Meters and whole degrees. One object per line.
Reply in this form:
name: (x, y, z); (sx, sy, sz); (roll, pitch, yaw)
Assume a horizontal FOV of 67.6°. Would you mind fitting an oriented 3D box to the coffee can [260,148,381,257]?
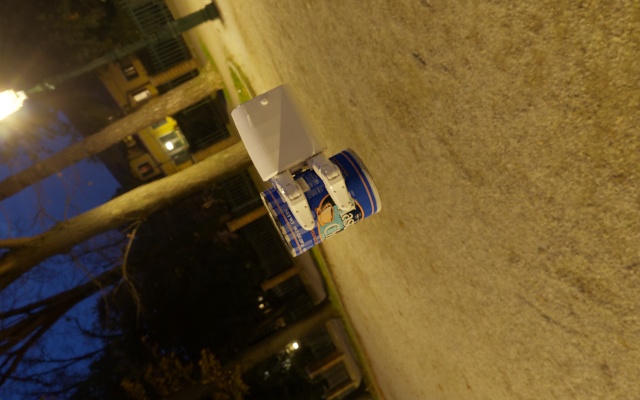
coffee can: (0.000, 0.002, 0.677); (0.140, 0.103, 0.103); (-28, 4, -9)
